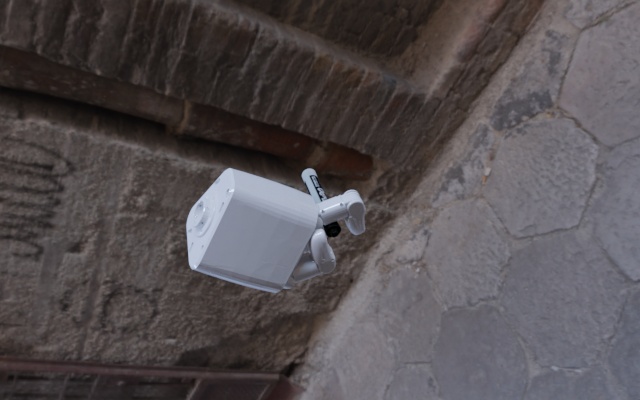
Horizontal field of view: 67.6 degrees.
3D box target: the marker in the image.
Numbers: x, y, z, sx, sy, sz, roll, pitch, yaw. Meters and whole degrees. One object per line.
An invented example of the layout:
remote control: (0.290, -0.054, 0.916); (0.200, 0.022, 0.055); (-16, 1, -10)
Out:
marker: (0.000, 0.002, 0.585); (0.020, 0.020, 0.121); (0, 38, -19)
